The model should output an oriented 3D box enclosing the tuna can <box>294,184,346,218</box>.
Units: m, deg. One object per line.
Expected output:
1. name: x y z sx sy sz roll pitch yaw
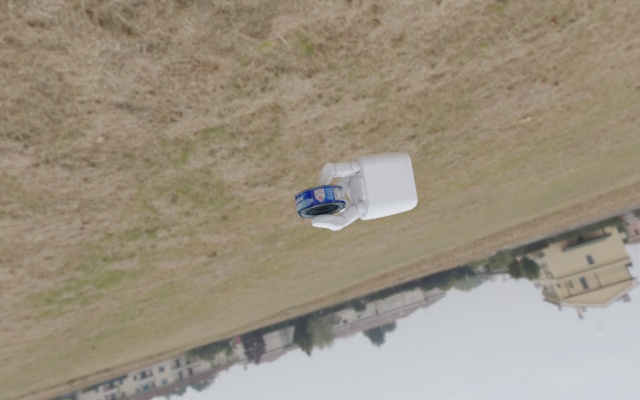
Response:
1. tuna can: 0.000 0.003 0.823 0.086 0.033 0.086 -11 -15 -3
